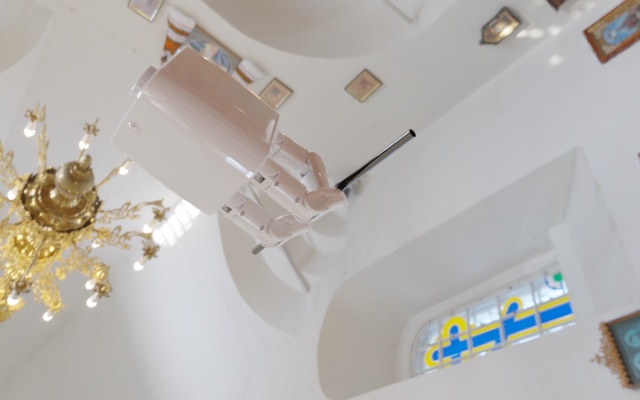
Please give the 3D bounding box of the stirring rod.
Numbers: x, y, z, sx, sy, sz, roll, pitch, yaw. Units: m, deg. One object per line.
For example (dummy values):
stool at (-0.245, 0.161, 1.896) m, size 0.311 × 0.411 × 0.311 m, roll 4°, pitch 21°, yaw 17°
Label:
stirring rod at (0.000, 0.001, 0.462) m, size 0.011 × 0.011 × 0.240 m, roll 0°, pitch -28°, yaw -44°
